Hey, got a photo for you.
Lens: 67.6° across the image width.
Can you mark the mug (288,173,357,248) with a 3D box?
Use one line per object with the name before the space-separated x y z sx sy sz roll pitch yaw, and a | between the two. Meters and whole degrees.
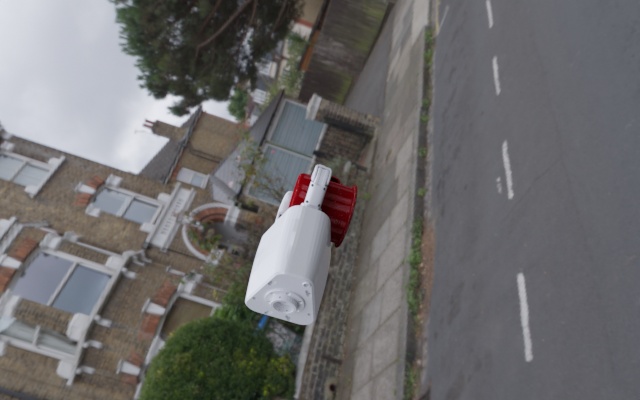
mug | 0.000 0.001 0.679 0.081 0.117 0.093 17 -44 -5
